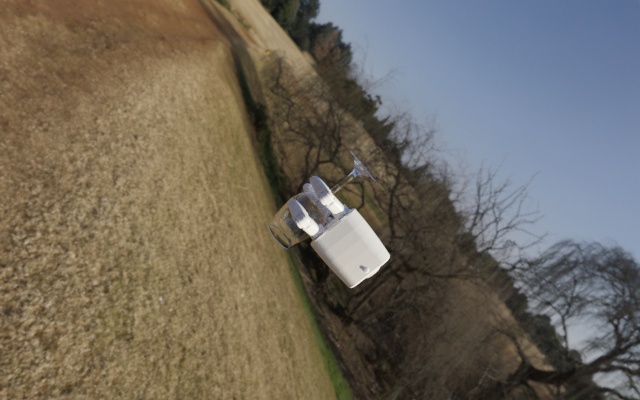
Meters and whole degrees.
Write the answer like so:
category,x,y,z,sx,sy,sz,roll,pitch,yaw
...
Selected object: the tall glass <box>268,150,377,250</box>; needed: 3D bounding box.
category,x,y,z,sx,sy,sz,roll,pitch,yaw
tall glass,0.001,0.002,0.856,0.201,0.079,0.079,-39,-6,7
